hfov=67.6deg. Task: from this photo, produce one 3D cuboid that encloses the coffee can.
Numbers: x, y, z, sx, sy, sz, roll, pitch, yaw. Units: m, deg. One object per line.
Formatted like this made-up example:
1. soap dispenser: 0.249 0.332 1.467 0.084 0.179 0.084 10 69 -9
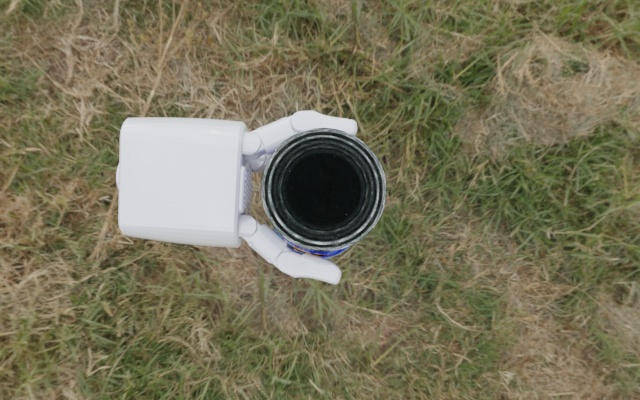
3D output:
1. coffee can: 0.000 0.002 0.454 0.103 0.103 0.140 0 -9 -2
